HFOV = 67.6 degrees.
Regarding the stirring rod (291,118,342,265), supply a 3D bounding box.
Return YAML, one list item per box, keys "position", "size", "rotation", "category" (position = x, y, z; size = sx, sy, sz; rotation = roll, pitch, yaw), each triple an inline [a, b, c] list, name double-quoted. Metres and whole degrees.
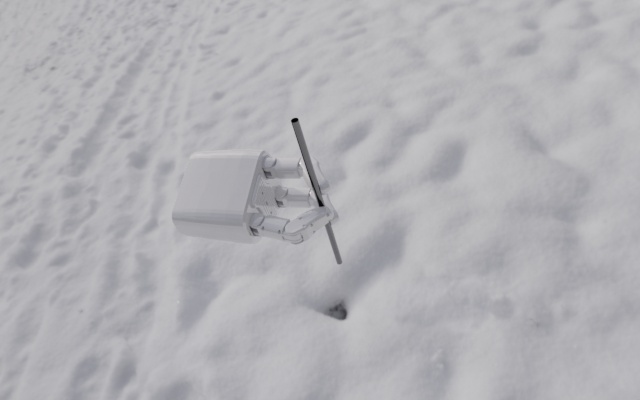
- position: [0.000, 0.002, 0.556]
  size: [0.011, 0.011, 0.240]
  rotation: [0, -42, 17]
  category: "stirring rod"
